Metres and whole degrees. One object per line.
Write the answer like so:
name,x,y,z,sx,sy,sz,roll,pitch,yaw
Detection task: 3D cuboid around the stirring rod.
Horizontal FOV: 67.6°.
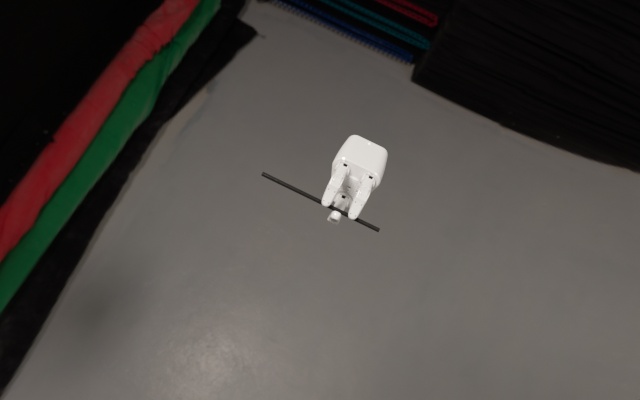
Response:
stirring rod,0.000,0.003,0.884,0.239,0.011,0.011,26,0,1
